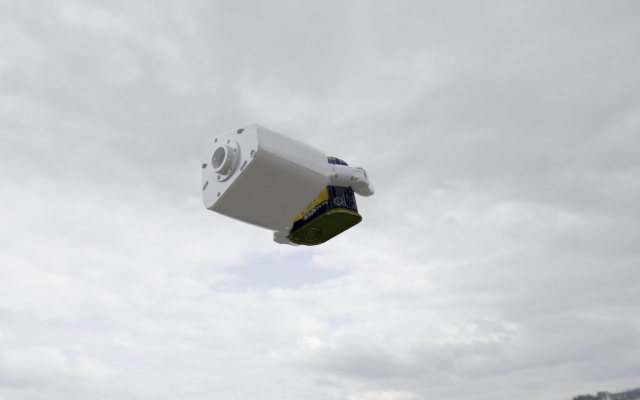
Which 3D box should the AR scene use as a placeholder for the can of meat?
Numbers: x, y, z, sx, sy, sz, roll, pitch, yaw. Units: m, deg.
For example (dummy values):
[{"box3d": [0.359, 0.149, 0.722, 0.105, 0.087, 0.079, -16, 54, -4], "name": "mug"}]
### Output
[{"box3d": [0.000, 0.002, 0.634, 0.057, 0.084, 0.102, 15, -36, -40], "name": "can of meat"}]
